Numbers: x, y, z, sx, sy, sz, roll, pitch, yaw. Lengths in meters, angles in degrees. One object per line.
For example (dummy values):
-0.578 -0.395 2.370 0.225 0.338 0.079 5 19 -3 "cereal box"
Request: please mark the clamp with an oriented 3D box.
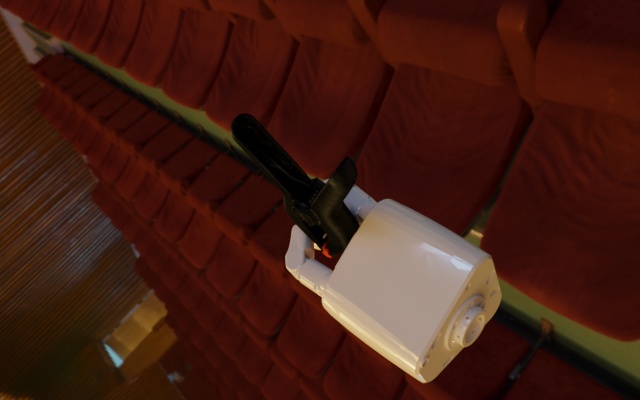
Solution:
0.000 0.002 0.409 0.120 0.039 0.172 30 -18 41 "clamp"
